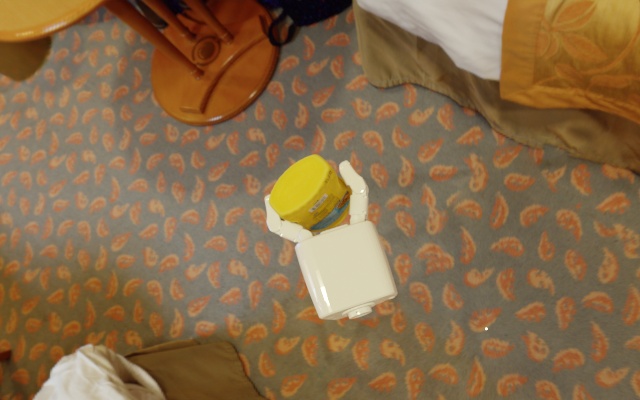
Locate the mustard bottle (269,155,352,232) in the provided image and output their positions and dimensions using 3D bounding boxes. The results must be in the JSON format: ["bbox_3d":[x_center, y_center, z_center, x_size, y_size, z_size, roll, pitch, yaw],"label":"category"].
[{"bbox_3d":[0.000,0.002,0.714,0.058,0.096,0.192,44,3,24],"label":"mustard bottle"}]
